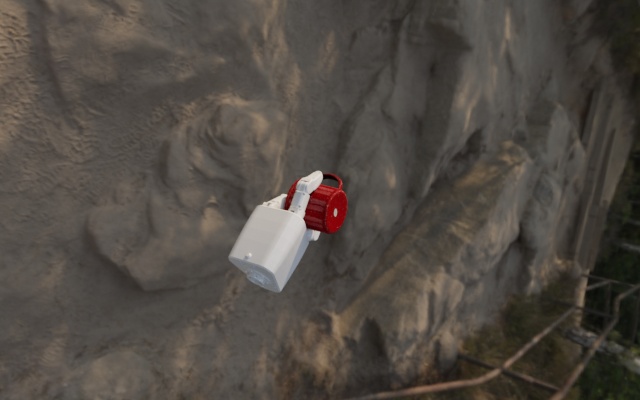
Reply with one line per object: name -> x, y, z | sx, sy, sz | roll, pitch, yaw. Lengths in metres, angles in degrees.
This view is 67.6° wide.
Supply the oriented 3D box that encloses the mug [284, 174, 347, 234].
mug -> 0.001, 0.002, 0.856 | 0.081, 0.117, 0.093 | 14, -28, 29
